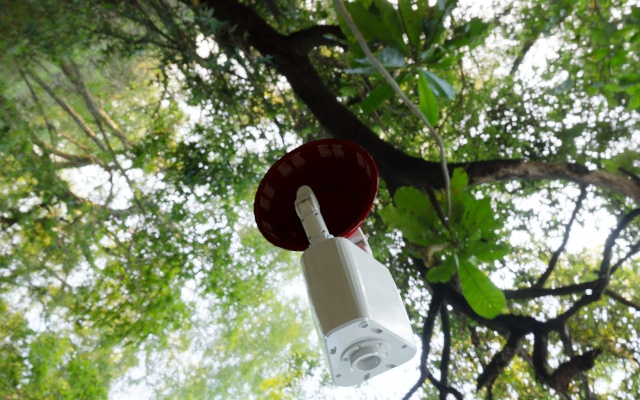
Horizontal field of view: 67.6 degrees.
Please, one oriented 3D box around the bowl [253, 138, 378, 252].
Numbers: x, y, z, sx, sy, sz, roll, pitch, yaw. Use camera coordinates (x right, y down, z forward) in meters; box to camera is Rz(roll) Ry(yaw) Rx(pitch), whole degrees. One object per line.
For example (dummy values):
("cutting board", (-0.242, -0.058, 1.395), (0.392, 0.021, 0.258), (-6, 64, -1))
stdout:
("bowl", (0.000, 0.001, 0.596), (0.162, 0.162, 0.055), (0, -31, 25))
